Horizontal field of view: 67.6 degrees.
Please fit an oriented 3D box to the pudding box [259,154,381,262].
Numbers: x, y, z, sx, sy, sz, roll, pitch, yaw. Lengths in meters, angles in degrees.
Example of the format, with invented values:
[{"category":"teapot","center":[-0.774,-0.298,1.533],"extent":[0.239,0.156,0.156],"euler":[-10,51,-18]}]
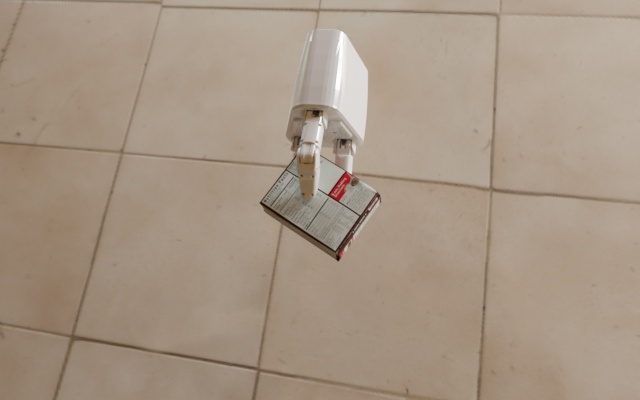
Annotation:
[{"category":"pudding box","center":[0.000,0.002,0.555],"extent":[0.113,0.090,0.039],"euler":[32,-12,18]}]
